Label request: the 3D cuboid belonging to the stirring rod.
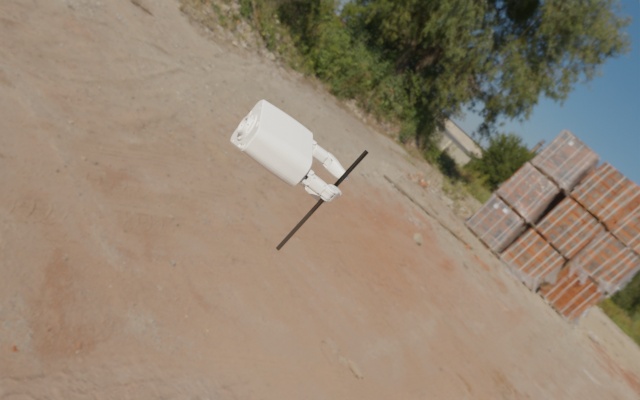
[{"bbox_3d":[0.000,0.003,0.837,0.011,0.239,0.011,39,16,-13],"label":"stirring rod"}]
